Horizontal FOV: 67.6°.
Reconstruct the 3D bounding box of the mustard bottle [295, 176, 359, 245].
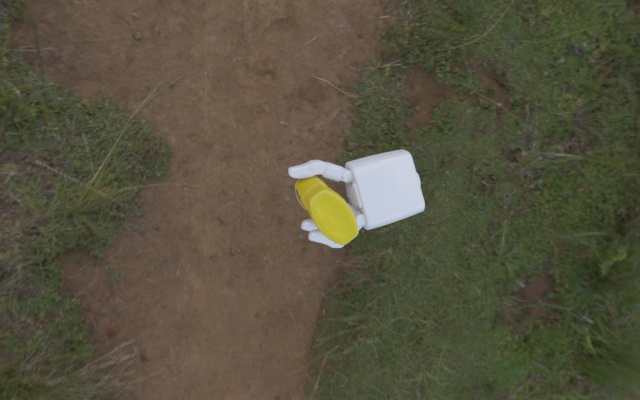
[{"bbox_3d":[0.000,0.003,0.789,0.058,0.096,0.191,-39,20,-1],"label":"mustard bottle"}]
